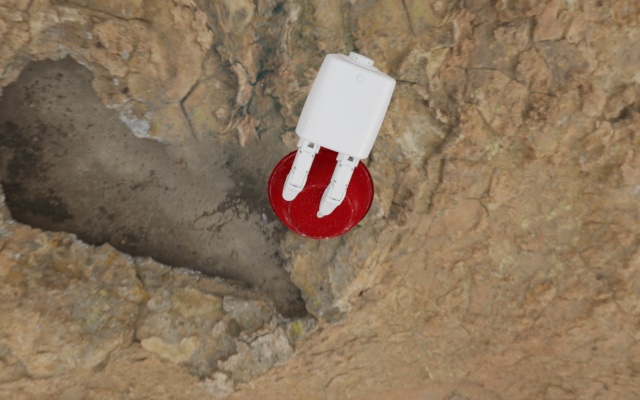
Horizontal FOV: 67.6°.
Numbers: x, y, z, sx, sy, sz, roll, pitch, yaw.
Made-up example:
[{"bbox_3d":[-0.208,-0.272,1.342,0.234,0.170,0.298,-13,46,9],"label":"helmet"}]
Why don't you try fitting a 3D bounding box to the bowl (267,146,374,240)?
[{"bbox_3d":[0.000,0.004,0.699,0.162,0.162,0.055,0,33,1],"label":"bowl"}]
